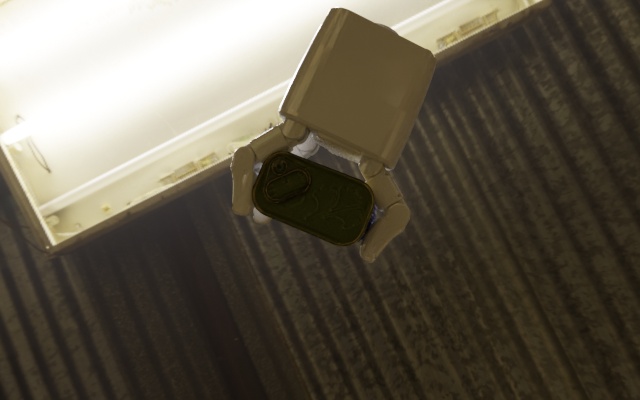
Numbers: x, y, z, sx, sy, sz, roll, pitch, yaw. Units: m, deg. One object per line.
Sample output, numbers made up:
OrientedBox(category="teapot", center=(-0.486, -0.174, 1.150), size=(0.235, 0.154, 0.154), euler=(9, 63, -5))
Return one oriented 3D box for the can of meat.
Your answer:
OrientedBox(category="can of meat", center=(0.000, 0.002, 0.433), size=(0.102, 0.057, 0.084), euler=(22, -1, 12))
